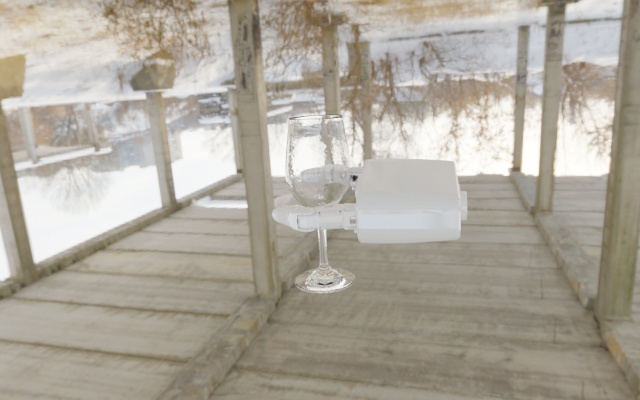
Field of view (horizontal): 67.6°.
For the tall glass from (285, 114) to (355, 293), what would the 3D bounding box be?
[{"bbox_3d":[0.000,0.003,0.563,0.079,0.201,0.079,-4,14,1],"label":"tall glass"}]
